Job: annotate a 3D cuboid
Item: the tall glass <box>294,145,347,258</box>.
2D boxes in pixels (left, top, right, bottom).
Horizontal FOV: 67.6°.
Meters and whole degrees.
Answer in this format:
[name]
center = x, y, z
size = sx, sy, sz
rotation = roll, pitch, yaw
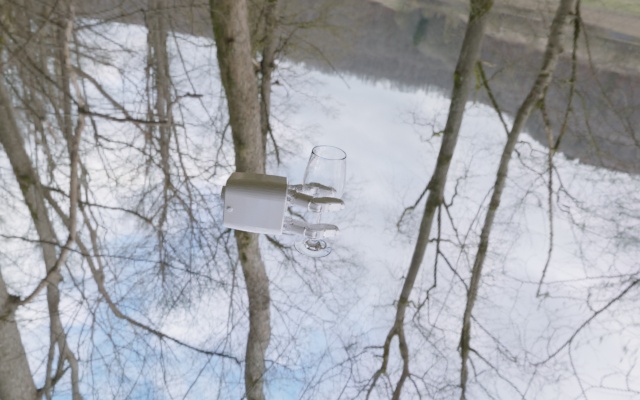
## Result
[tall glass]
center = 0.000, 0.003, 0.875
size = 0.079, 0.201, 0.079
rotation = 8, 28, -4
